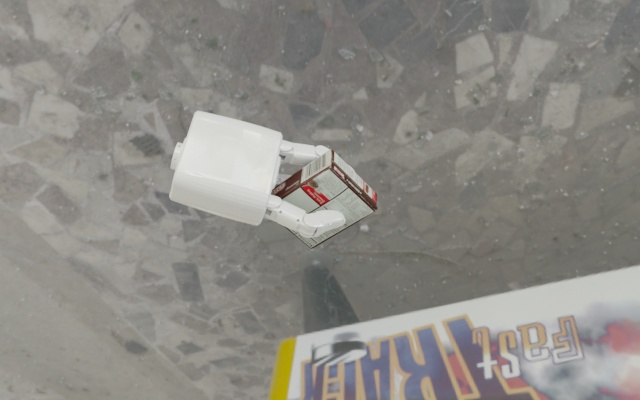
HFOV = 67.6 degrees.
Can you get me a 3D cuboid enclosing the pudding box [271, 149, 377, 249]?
[{"bbox_3d":[0.000,0.002,0.593,0.113,0.039,0.090,-31,-58,30],"label":"pudding box"}]
